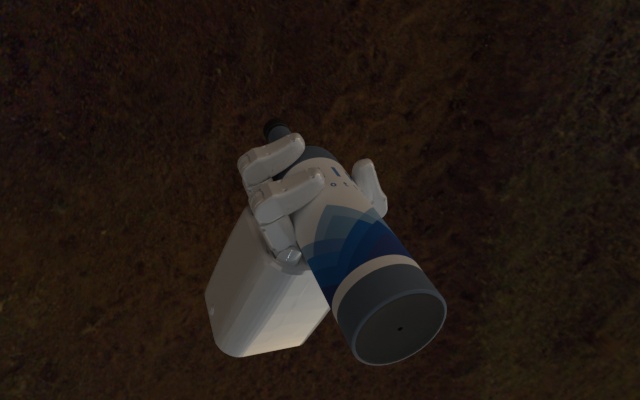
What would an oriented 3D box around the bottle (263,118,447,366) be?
[{"bbox_3d":[0.000,0.001,0.410,0.069,0.069,0.295,0,33,-24],"label":"bottle"}]
